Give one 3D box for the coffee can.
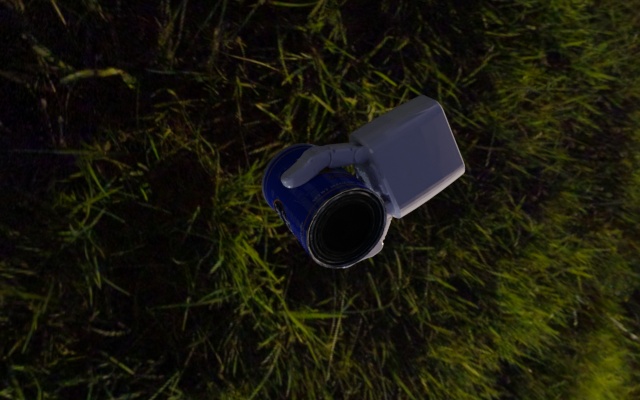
[{"bbox_3d":[0.000,0.002,0.583,0.103,0.103,0.140,0,26,-29],"label":"coffee can"}]
